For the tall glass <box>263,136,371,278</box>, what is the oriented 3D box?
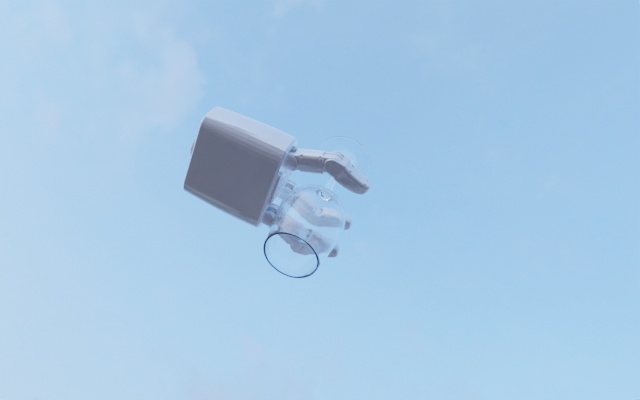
[{"bbox_3d":[0.000,0.001,0.567,0.079,0.079,0.201,0,34,22],"label":"tall glass"}]
